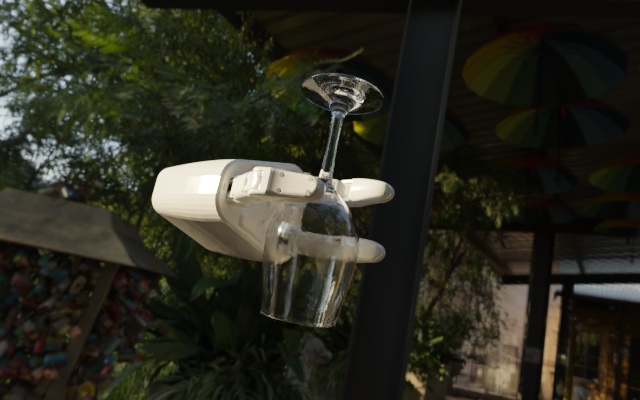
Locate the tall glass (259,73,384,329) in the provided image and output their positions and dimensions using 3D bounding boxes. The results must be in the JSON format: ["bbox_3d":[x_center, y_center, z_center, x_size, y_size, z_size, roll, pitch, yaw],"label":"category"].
[{"bbox_3d":[0.000,0.001,0.402,0.079,0.201,0.079,11,-13,2],"label":"tall glass"}]
